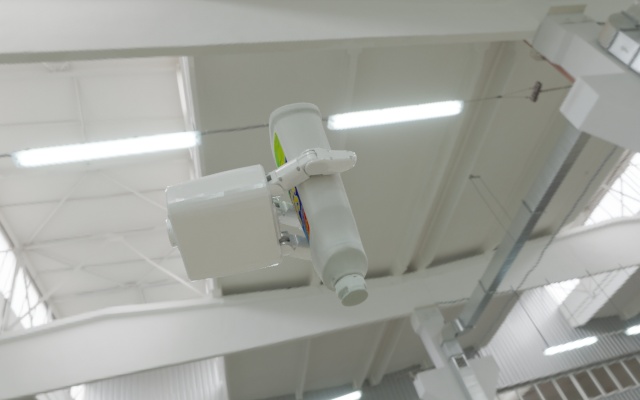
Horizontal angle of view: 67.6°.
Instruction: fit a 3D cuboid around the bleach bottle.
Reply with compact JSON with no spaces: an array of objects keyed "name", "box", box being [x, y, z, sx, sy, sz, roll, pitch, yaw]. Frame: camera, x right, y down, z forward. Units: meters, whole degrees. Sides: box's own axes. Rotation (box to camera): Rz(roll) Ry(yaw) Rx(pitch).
[{"name":"bleach bottle","box":[0.000,0.002,0.543,0.068,0.250,0.103,-12,-42,-11]}]
